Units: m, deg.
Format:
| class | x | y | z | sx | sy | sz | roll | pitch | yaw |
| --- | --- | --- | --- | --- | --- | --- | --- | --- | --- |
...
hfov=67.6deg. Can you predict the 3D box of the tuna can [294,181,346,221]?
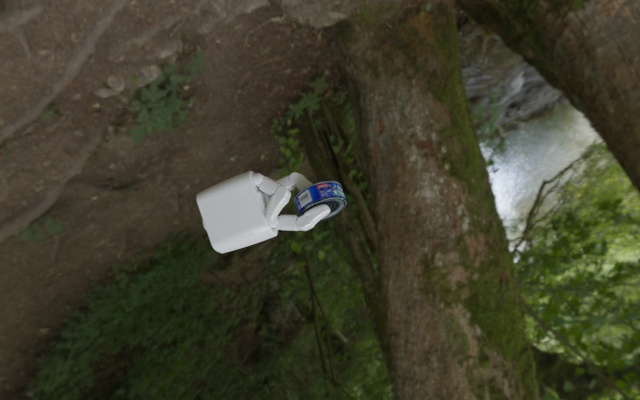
| class | x | y | z | sx | sy | sz | roll | pitch | yaw |
| --- | --- | --- | --- | --- | --- | --- | --- | --- | --- |
| tuna can | 0.000 | 0.003 | 0.818 | 0.086 | 0.033 | 0.086 | -16 | -24 | -7 |
